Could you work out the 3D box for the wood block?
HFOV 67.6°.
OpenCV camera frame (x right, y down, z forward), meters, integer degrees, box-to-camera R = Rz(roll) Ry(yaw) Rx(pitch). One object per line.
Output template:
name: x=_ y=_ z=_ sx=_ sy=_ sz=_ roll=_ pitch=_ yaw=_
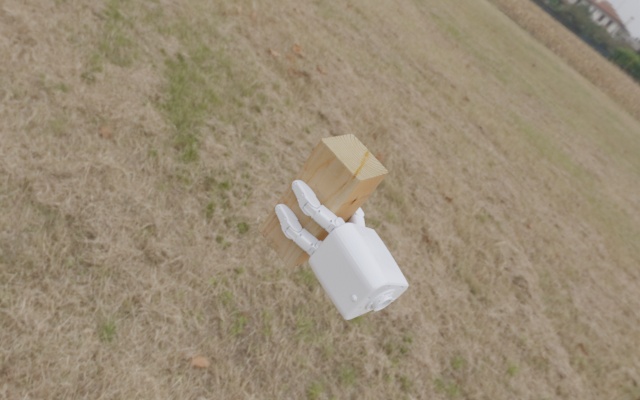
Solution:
wood block: x=0.001 y=0.003 z=0.765 sx=0.091 sy=0.090 sz=0.206 roll=-18 pitch=-29 yaw=-52
